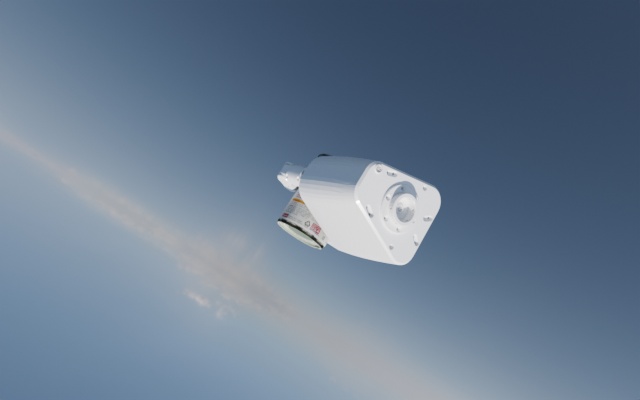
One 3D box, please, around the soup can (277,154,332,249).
[{"bbox_3d":[0.000,0.002,0.601,0.068,0.102,0.068,30,-13,8],"label":"soup can"}]
